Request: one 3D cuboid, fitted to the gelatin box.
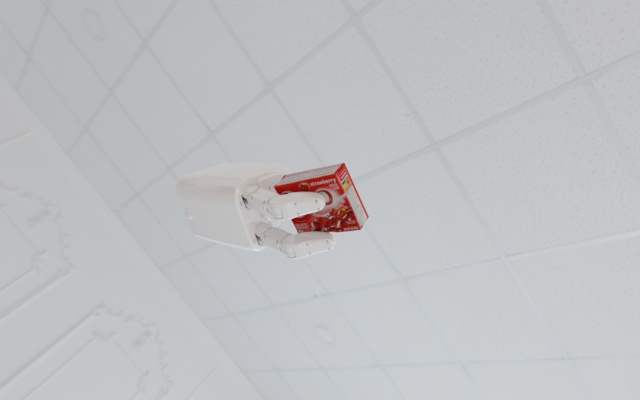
[{"bbox_3d":[0.001,0.001,0.542,0.089,0.073,0.030,-9,27,35],"label":"gelatin box"}]
